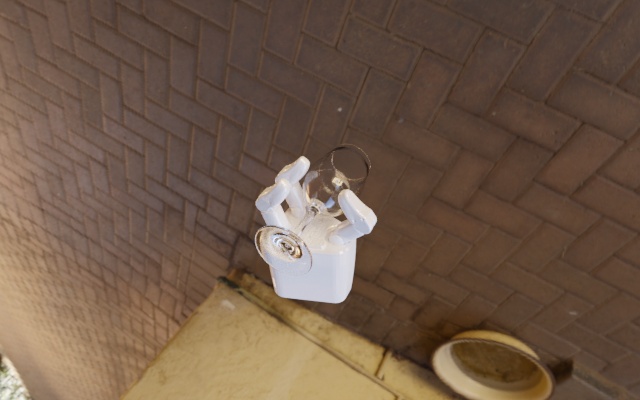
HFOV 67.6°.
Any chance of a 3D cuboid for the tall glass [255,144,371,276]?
[{"bbox_3d":[0.000,0.002,0.612,0.079,0.079,0.201,0,35,32],"label":"tall glass"}]
